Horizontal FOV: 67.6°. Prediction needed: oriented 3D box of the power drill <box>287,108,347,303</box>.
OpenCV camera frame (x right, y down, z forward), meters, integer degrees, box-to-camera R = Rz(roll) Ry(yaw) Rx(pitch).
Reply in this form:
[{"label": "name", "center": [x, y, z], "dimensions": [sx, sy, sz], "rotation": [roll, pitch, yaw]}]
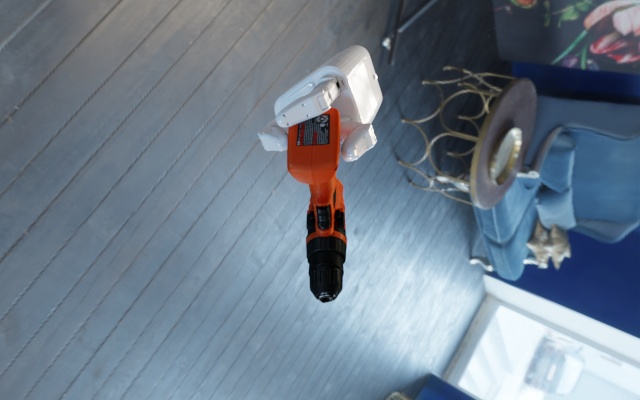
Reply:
[{"label": "power drill", "center": [0.000, 0.001, 0.560], "dimensions": [0.057, 0.184, 0.188], "rotation": [-3, -40, 3]}]
